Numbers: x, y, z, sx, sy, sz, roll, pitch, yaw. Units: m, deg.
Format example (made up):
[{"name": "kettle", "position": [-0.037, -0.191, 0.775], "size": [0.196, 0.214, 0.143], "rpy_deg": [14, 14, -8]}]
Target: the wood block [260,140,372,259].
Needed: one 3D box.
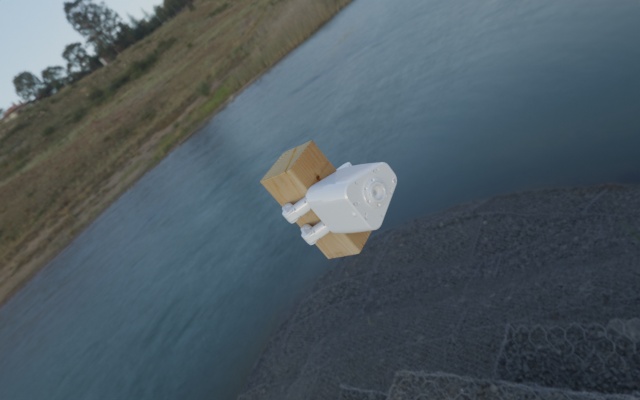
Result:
[{"name": "wood block", "position": [0.000, 0.003, 0.891], "size": [0.090, 0.206, 0.090], "rpy_deg": [-17, 30, 46]}]
